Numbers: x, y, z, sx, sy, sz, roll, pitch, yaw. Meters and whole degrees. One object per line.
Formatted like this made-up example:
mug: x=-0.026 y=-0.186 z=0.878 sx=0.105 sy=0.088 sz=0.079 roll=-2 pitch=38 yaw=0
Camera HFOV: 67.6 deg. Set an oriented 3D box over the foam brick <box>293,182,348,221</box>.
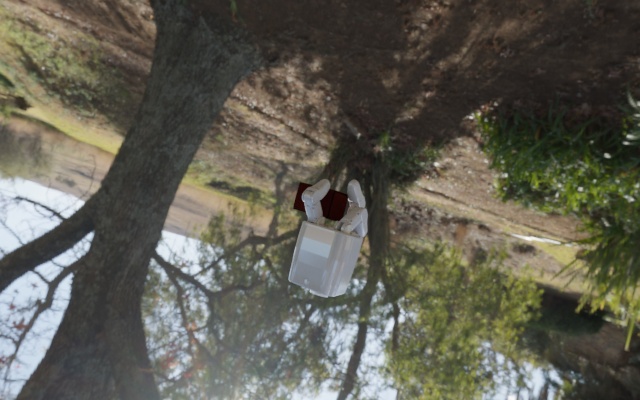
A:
foam brick: x=0.000 y=0.003 z=0.846 sx=0.078 sy=0.051 sz=0.053 roll=15 pitch=-1 yaw=34
